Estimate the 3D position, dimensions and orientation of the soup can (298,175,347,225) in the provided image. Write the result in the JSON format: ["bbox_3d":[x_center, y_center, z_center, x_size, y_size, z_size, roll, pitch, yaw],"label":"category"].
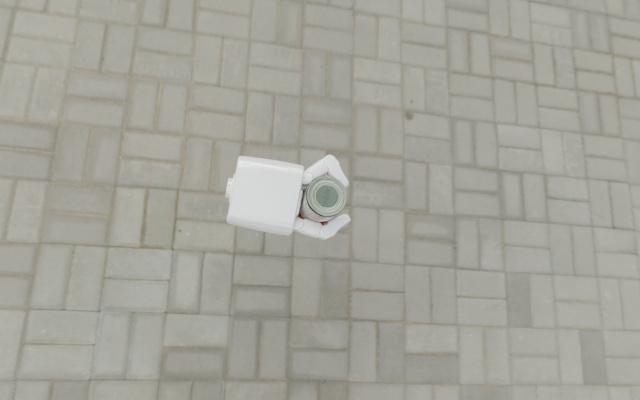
[{"bbox_3d":[0.001,0.003,0.787,0.068,0.068,0.102,0,-12,-12],"label":"soup can"}]
